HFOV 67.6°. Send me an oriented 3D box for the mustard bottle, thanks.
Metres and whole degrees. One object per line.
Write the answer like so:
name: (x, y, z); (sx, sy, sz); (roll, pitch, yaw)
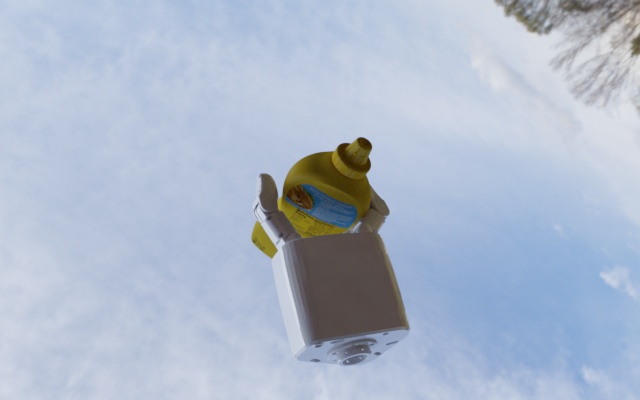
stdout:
mustard bottle: (0.000, 0.002, 0.531); (0.096, 0.058, 0.192); (27, -48, -12)
